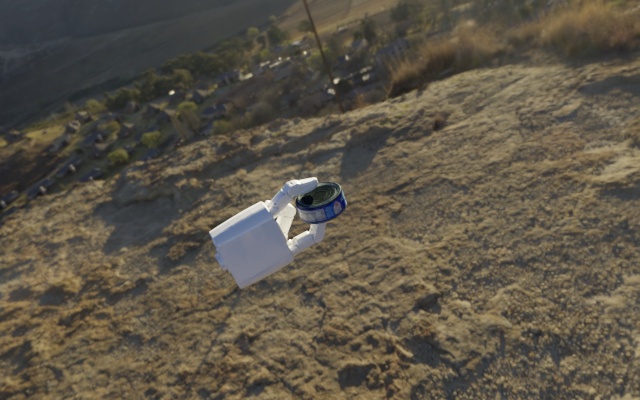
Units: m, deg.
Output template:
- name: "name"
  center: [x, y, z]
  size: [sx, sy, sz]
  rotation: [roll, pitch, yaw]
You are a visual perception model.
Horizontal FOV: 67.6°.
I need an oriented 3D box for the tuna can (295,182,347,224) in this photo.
- name: "tuna can"
  center: [0.000, 0.002, 0.825]
  size: [0.086, 0.034, 0.086]
  rotation: [-14, 29, 8]
